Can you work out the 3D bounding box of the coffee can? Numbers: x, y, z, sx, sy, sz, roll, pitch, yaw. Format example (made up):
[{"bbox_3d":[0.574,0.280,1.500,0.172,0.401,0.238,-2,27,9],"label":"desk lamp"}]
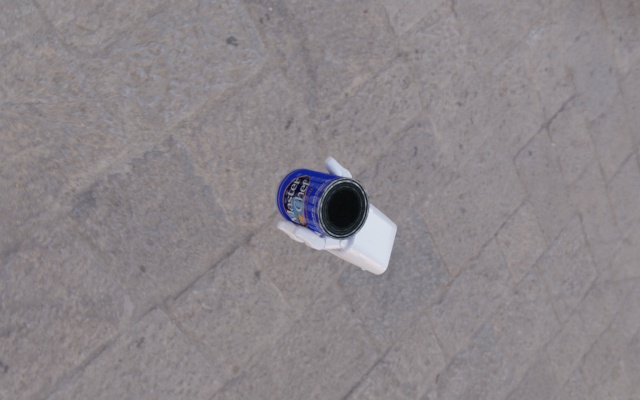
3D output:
[{"bbox_3d":[0.000,0.002,0.811,0.103,0.103,0.140,0,9,-34],"label":"coffee can"}]
